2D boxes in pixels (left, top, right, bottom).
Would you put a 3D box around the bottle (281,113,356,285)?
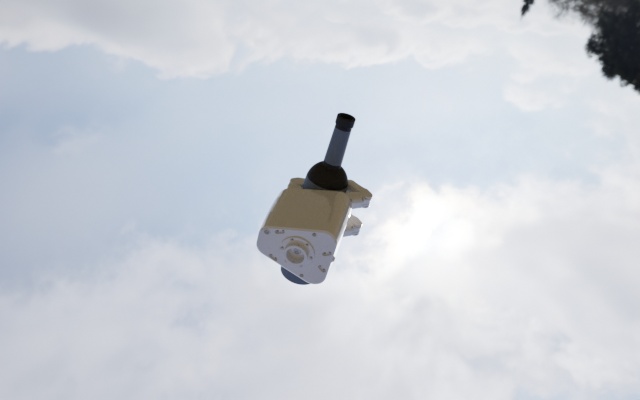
[{"bbox_3d":[0.000,0.003,0.749,0.069,0.296,0.069,12,31,-8],"label":"bottle"}]
